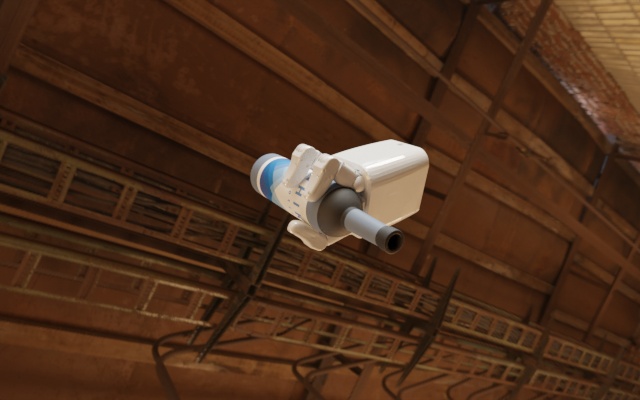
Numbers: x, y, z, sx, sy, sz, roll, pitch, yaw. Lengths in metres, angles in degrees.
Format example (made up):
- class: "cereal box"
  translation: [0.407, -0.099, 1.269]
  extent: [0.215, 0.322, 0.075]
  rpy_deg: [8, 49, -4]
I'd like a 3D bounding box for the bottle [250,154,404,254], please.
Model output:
- class: "bottle"
  translation: [0.000, 0.002, 0.620]
  extent: [0.069, 0.069, 0.295]
  rpy_deg: [0, 17, -34]
